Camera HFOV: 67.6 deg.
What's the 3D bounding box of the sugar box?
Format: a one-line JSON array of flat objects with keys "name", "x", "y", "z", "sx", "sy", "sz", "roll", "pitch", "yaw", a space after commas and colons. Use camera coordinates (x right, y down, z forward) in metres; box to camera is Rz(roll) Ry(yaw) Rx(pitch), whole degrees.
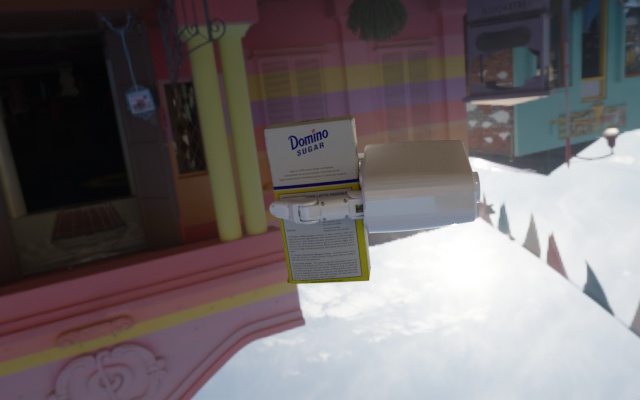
[{"name": "sugar box", "x": 0.000, "y": 0.002, "z": 0.517, "sx": 0.093, "sy": 0.176, "sz": 0.048, "roll": -4, "pitch": 13, "yaw": 10}]
